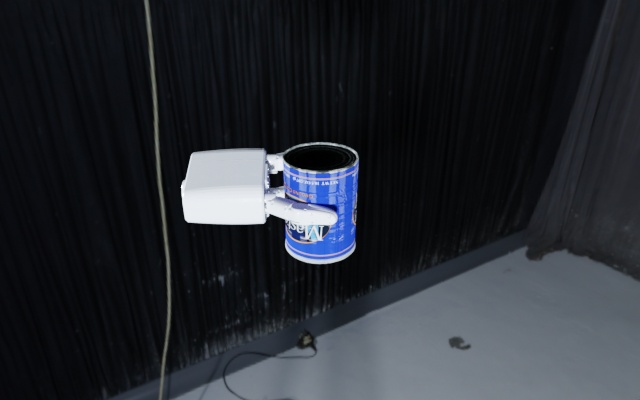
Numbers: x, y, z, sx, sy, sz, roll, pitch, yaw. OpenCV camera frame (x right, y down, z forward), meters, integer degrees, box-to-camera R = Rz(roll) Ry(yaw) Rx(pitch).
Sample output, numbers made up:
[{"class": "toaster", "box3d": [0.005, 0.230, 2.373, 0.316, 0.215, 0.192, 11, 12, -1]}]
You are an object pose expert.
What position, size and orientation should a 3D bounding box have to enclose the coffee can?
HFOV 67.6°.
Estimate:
[{"class": "coffee can", "box3d": [0.000, 0.002, 0.668, 0.103, 0.140, 0.102, 0, 28, 0]}]
